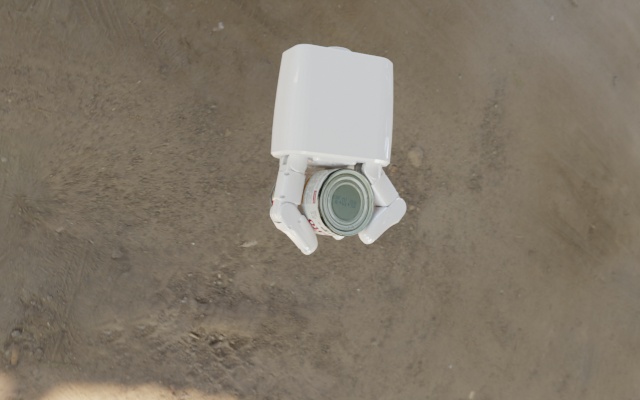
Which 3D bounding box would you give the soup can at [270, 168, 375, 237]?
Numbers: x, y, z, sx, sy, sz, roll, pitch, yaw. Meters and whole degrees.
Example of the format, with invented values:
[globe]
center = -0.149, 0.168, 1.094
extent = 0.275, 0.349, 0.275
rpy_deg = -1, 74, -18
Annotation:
[soup can]
center = 0.000, 0.002, 0.498
extent = 0.068, 0.068, 0.102
rpy_deg = 0, 0, -32
